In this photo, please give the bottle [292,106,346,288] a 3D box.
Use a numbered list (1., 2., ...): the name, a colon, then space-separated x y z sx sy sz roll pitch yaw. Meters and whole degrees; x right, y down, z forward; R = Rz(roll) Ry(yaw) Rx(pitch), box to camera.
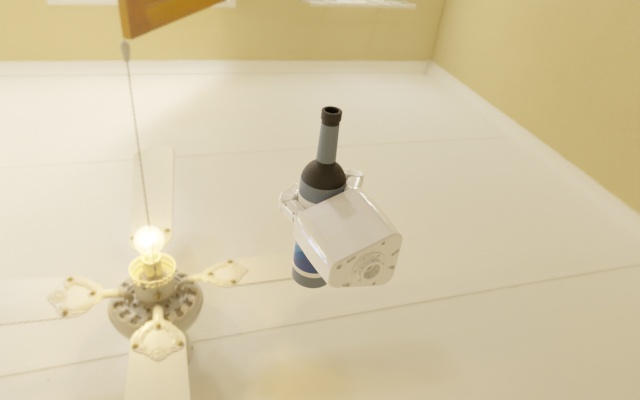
1. bottle: 0.000 0.002 0.703 0.069 0.296 0.069 5 35 -3
